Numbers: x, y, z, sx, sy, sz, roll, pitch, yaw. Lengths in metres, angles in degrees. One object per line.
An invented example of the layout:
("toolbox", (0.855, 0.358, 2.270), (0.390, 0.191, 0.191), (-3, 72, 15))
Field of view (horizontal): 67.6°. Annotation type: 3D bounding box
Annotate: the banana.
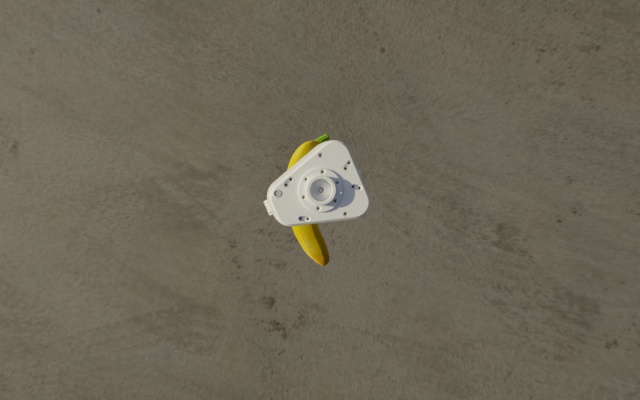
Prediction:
("banana", (-0.018, -0.001, 0.702), (0.069, 0.198, 0.037), (1, 0, -16))
